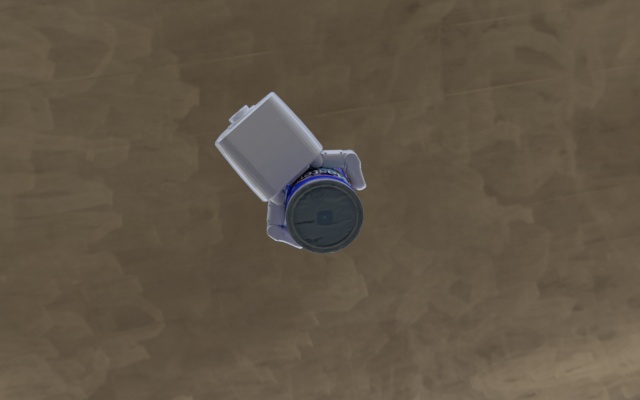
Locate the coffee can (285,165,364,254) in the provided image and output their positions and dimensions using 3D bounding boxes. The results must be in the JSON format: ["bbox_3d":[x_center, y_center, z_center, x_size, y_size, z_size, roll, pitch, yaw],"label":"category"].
[{"bbox_3d":[0.000,0.002,0.688,0.103,0.103,0.140,0,17,-5],"label":"coffee can"}]
